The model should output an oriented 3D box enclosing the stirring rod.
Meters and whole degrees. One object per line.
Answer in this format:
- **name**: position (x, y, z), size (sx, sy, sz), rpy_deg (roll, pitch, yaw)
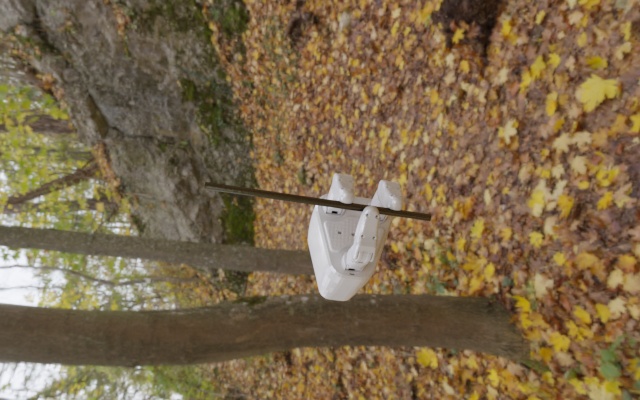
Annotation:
- **stirring rod**: position (0.000, 0.002, 0.503), size (0.239, 0.011, 0.011), rpy_deg (8, -1, -6)
